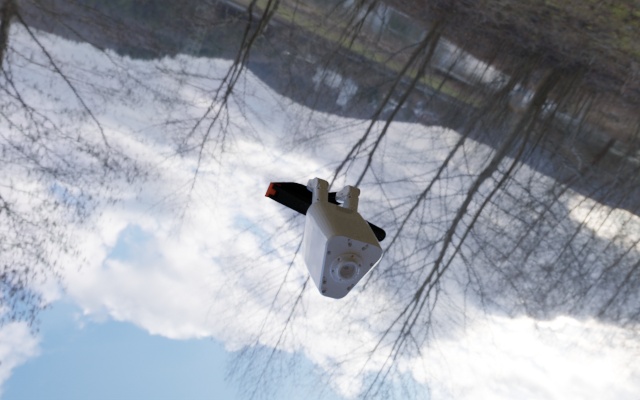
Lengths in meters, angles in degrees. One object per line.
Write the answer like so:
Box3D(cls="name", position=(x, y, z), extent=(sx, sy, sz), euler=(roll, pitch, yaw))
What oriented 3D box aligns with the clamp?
Box3D(cls="clamp", position=(-0.001, 0.003, 0.840), extent=(0.210, 0.036, 0.164), euler=(18, 18, -22))
